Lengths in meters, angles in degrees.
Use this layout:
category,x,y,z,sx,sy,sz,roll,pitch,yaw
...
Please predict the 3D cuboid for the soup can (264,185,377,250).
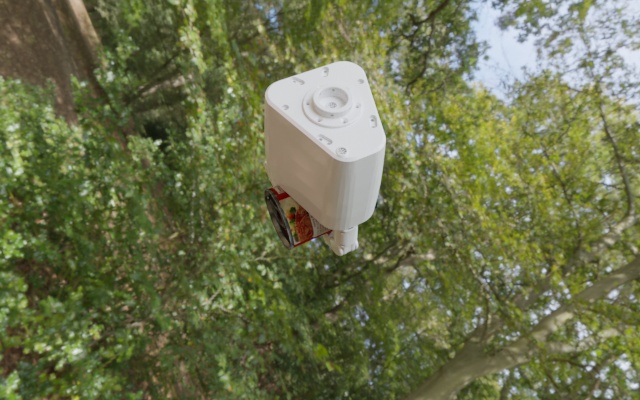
category,x,y,z,sx,sy,sz,roll,pitch,yaw
soup can,0.000,0.002,0.508,0.102,0.068,0.068,-22,6,-16
